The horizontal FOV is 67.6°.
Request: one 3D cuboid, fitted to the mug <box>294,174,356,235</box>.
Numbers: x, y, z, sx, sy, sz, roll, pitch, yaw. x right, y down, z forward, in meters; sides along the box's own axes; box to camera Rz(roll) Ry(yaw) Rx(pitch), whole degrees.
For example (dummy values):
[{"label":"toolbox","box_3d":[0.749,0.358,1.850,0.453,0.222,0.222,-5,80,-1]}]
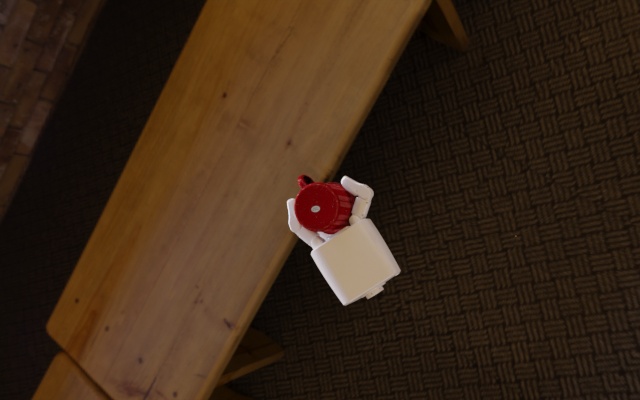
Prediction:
[{"label":"mug","box_3d":[-0.001,0.001,0.813,0.093,0.117,0.081,-38,-15,16]}]
